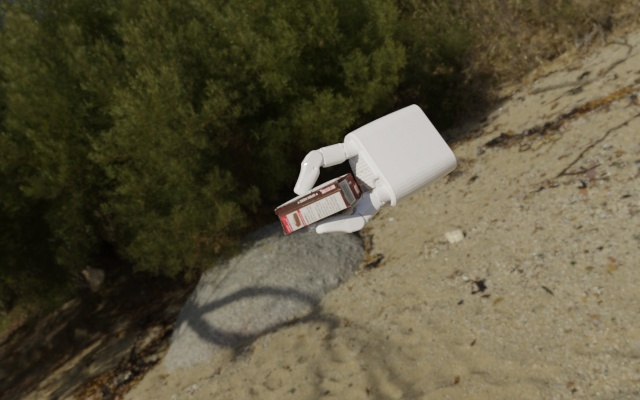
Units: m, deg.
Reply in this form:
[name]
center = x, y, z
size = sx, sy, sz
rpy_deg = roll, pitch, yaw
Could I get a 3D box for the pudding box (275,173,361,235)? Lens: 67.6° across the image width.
[pudding box]
center = 0.000, 0.002, 0.618
size = 0.090, 0.039, 0.113
rpy_deg = -25, 1, 14
